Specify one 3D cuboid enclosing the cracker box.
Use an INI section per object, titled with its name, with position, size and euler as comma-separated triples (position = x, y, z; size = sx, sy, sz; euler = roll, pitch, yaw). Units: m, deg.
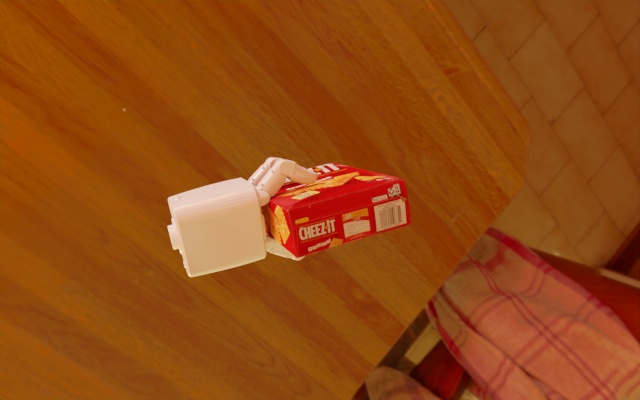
[cracker box]
position = 0.000, 0.002, 0.677
size = 0.164, 0.072, 0.213
euler = -15, 15, -19
